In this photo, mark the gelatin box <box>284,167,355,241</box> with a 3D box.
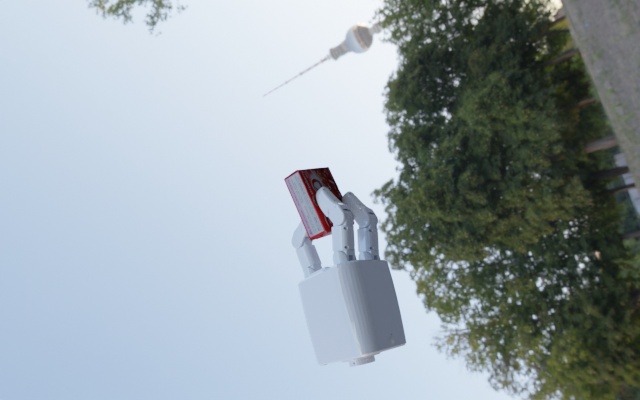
[{"bbox_3d":[0.000,0.002,0.620,0.030,0.089,0.073,-30,-10,32],"label":"gelatin box"}]
